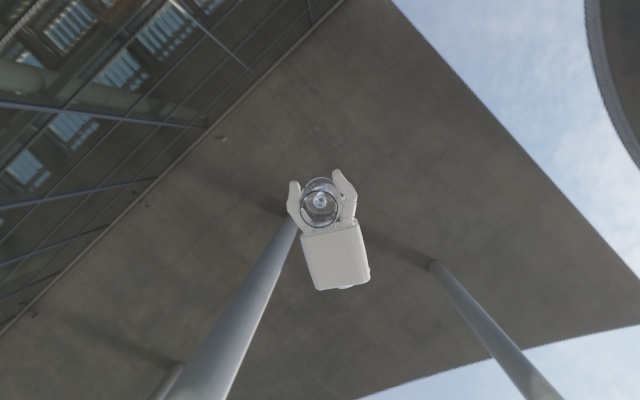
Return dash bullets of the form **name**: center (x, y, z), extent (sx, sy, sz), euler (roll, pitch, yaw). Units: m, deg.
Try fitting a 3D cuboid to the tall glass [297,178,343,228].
- **tall glass**: center (0.000, 0.003, 0.858), extent (0.079, 0.079, 0.201), euler (0, 7, 2)
